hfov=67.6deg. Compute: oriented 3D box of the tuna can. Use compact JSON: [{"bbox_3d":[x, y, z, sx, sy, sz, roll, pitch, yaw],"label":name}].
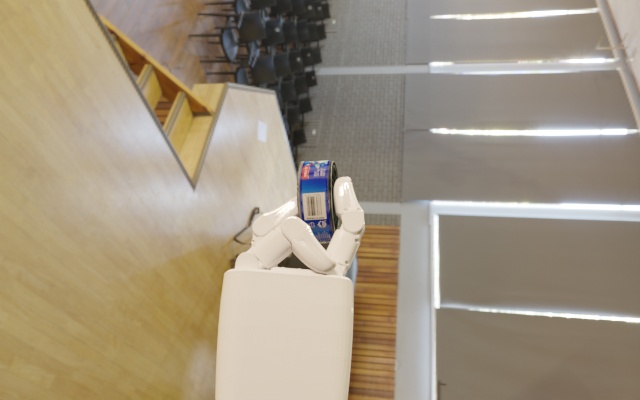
[{"bbox_3d":[0.001,0.001,0.487,0.034,0.086,0.086,-4,-1,8],"label":"tuna can"}]
